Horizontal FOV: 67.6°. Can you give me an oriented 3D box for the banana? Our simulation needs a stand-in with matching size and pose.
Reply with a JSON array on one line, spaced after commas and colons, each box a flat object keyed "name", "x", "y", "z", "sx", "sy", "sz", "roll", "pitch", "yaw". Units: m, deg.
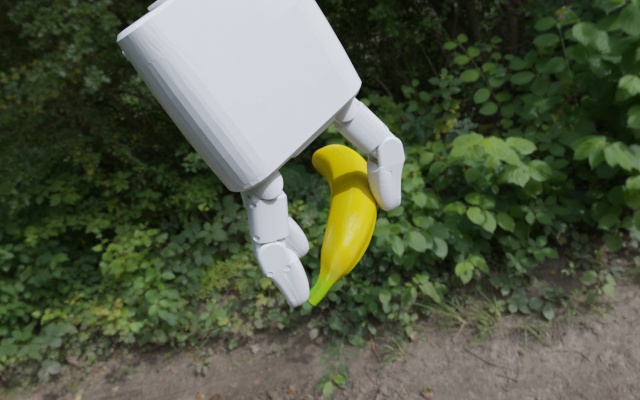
[{"name": "banana", "x": 0.015, "y": -0.005, "z": 0.401, "sx": 0.069, "sy": 0.037, "sz": 0.197, "roll": -28, "pitch": 29, "yaw": 21}]
